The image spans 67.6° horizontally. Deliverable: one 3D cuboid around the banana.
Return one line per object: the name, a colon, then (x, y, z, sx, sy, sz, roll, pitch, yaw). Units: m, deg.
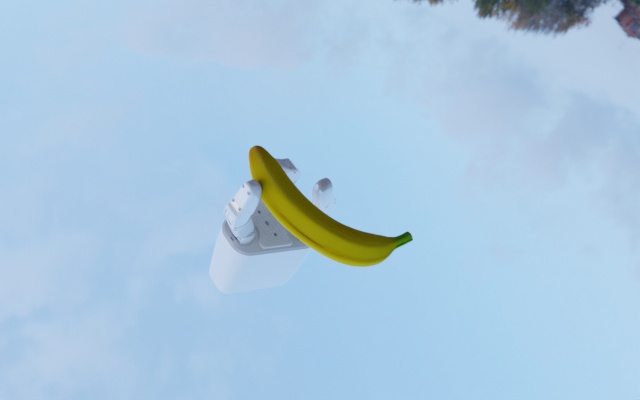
banana: (-0.005, 0.015, 0.494, 0.198, 0.069, 0.037, 32, -42, 5)
